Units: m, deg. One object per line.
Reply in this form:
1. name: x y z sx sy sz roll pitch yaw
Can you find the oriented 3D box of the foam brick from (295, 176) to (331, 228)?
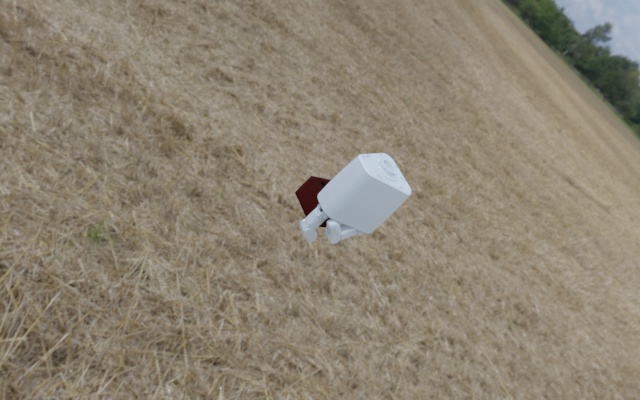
1. foam brick: 0.000 0.003 0.855 0.053 0.078 0.051 8 -45 -44
